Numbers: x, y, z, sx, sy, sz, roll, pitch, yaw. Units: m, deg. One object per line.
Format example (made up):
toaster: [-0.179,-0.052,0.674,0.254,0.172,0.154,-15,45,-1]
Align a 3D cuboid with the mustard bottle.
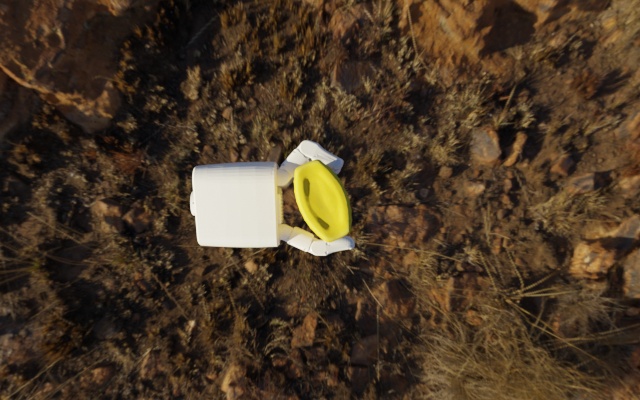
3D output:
mustard bottle: [0.000,0.002,0.636,0.058,0.096,0.191,-26,0,-2]
